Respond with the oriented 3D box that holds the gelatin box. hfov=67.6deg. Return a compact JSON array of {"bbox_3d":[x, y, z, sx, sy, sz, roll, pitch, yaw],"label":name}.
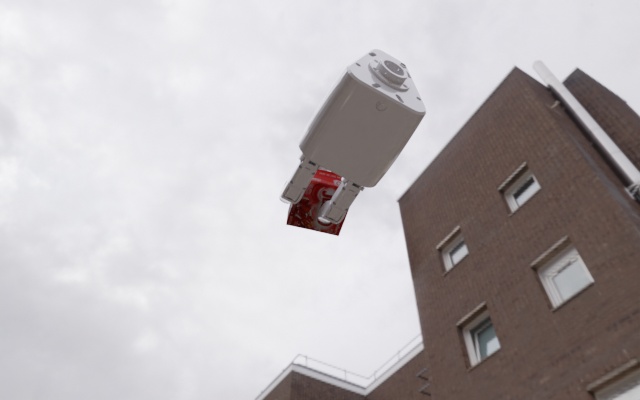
[{"bbox_3d":[0.000,0.002,0.613,0.073,0.030,0.089,13,-46,-7],"label":"gelatin box"}]
